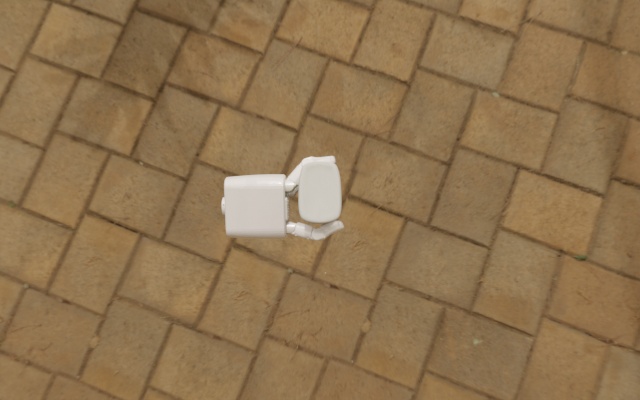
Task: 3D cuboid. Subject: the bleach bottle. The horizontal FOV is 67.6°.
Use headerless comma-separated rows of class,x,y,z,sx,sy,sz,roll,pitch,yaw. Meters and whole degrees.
bleach bottle,0.000,0.003,0.862,0.068,0.102,0.251,0,-9,0
